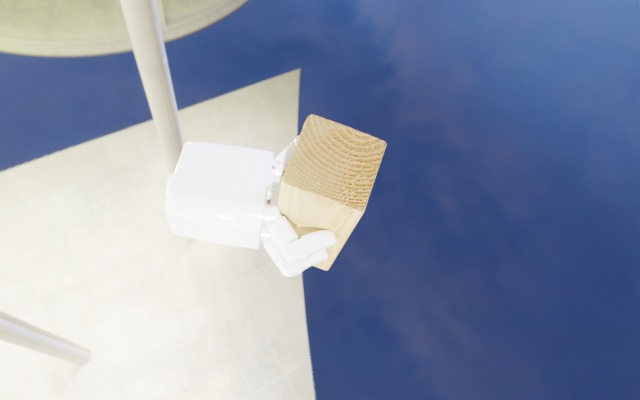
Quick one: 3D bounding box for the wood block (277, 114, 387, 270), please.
[{"bbox_3d":[0.000,0.002,0.576,0.090,0.090,0.206,20,-26,-1],"label":"wood block"}]
